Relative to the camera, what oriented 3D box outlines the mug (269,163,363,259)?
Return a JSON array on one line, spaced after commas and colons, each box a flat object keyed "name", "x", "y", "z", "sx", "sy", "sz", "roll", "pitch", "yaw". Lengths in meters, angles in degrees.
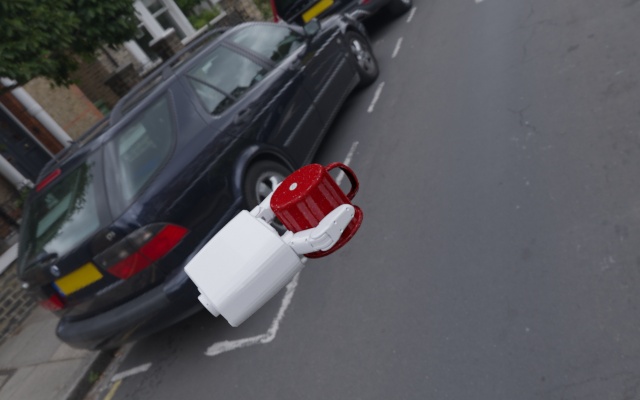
[{"name": "mug", "x": 0.001, "y": 0.001, "z": 0.587, "sx": 0.117, "sy": 0.081, "sz": 0.093, "roll": -45, "pitch": 25, "yaw": -15}]
